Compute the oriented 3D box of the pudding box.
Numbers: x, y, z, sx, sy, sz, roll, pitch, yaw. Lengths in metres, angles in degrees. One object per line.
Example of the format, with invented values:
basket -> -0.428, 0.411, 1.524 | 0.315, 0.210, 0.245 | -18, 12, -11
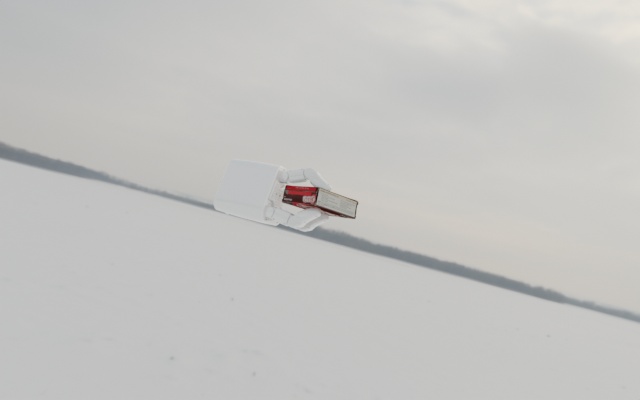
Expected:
pudding box -> 0.000, 0.003, 0.877 | 0.090, 0.039, 0.113 | 7, -7, 45
